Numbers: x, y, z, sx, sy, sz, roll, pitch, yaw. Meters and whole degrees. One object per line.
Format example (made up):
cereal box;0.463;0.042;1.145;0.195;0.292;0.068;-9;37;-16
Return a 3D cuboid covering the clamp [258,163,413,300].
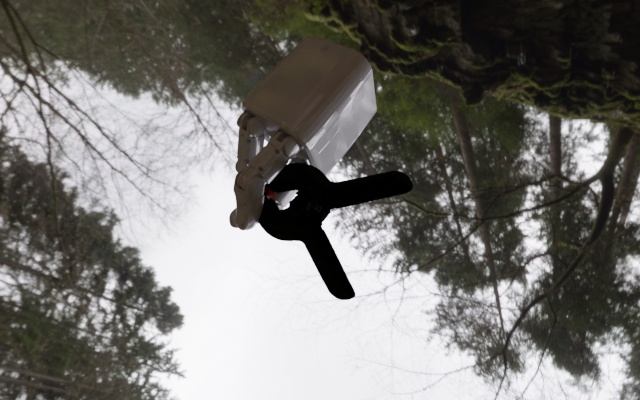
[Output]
clamp;0.000;0.002;0.446;0.171;0.120;0.039;33;-11;37
